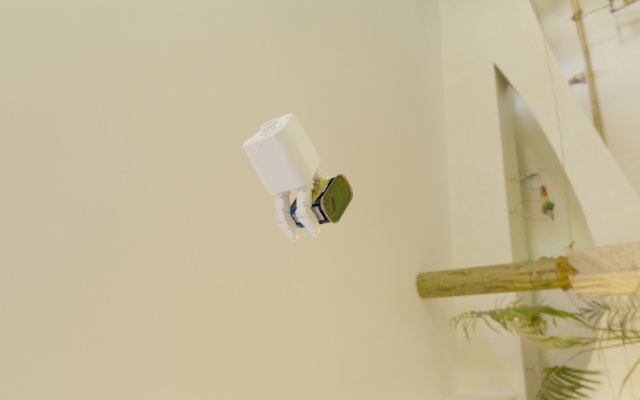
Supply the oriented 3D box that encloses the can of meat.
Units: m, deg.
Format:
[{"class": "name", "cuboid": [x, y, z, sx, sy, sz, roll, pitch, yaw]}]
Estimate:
[{"class": "can of meat", "cuboid": [0.000, 0.003, 0.886, 0.084, 0.057, 0.102, -13, 30, 37]}]
